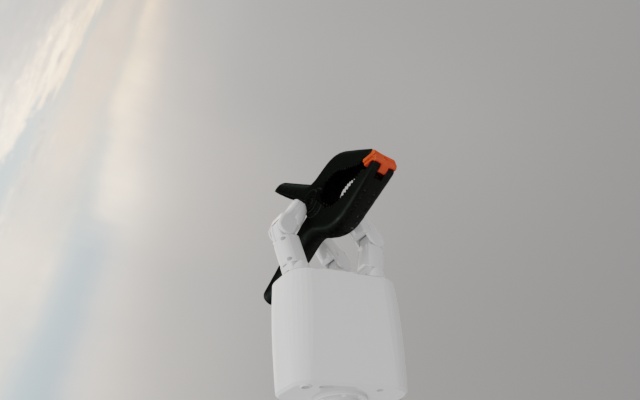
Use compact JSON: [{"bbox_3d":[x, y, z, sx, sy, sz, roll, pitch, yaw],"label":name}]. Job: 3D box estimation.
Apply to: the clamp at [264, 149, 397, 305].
[{"bbox_3d":[0.000,0.001,0.524,0.036,0.164,0.210,23,-47,-28],"label":"clamp"}]
